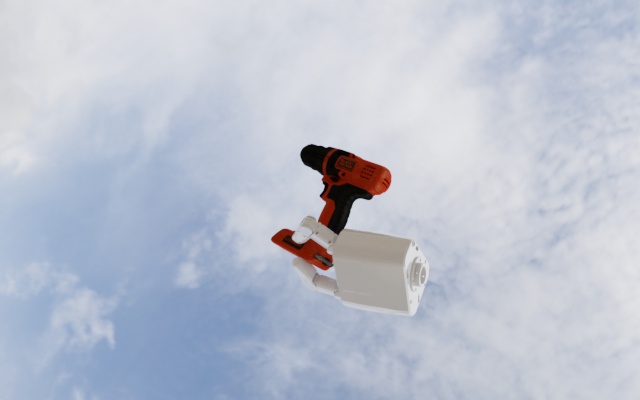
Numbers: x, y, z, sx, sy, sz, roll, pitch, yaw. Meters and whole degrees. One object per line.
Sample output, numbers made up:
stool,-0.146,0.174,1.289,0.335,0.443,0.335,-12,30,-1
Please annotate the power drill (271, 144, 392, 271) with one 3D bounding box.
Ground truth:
power drill,0.000,0.003,0.759,0.184,0.187,0.057,23,-9,42
